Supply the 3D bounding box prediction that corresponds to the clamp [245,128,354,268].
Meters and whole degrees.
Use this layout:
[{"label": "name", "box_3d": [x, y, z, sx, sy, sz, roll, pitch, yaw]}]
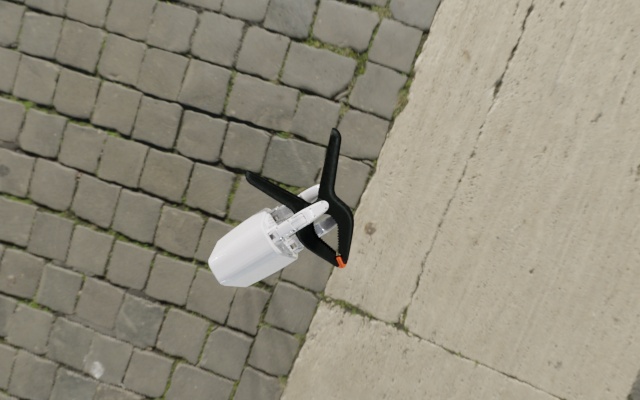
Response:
[{"label": "clamp", "box_3d": [0.000, 0.003, 0.741, 0.164, 0.210, 0.036, -32, -2, 10]}]
